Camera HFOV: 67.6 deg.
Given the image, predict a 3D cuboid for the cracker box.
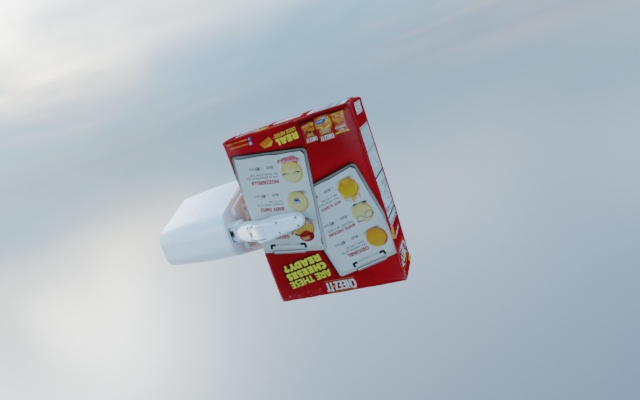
[{"bbox_3d":[0.000,0.002,0.576,0.164,0.214,0.072,-14,14,22],"label":"cracker box"}]
